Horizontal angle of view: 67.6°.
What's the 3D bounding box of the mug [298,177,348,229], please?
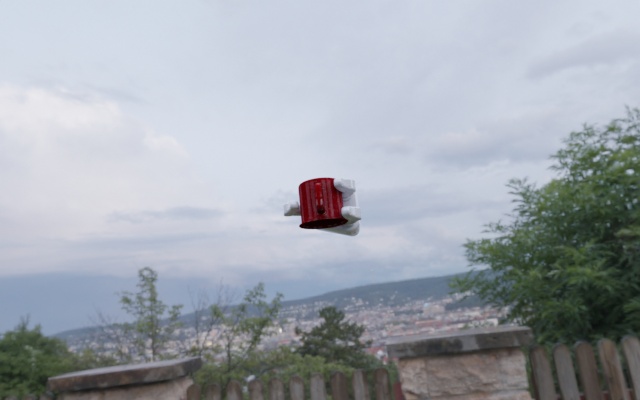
[{"bbox_3d":[0.000,0.002,0.889,0.093,0.081,0.117,-8,-14,5],"label":"mug"}]
